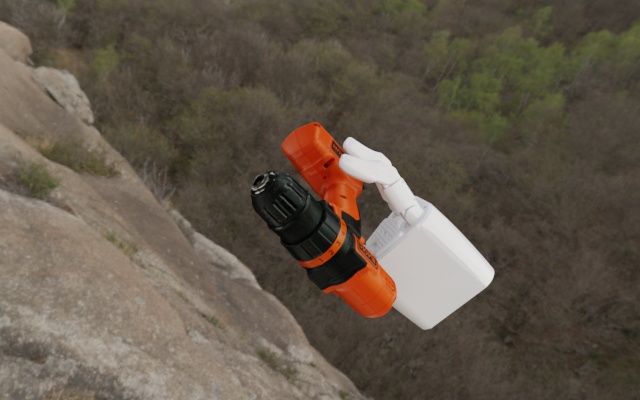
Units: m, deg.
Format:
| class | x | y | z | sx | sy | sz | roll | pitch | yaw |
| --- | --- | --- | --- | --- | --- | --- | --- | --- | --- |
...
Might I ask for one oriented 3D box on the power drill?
| class | x | y | z | sx | sy | sz | roll | pitch | yaw |
| --- | --- | --- | --- | --- | --- | --- | --- | --- | --- |
| power drill | 0.000 | 0.001 | 0.466 | 0.057 | 0.184 | 0.187 | -29 | 34 | 17 |
